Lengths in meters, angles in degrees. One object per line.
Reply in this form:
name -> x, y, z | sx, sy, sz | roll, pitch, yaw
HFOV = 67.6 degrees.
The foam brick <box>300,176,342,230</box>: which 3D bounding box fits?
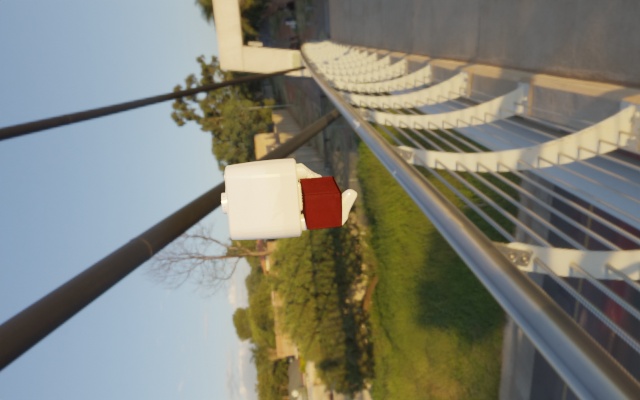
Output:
foam brick -> 0.000, 0.002, 0.682 | 0.051, 0.053, 0.078 | -4, 20, -6
